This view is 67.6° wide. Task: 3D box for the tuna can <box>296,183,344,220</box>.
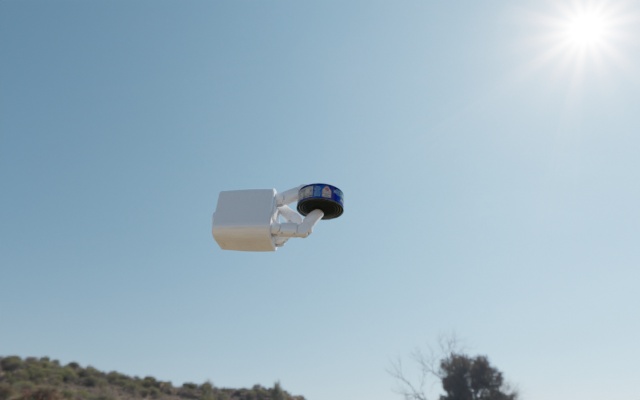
[{"bbox_3d":[0.000,0.002,0.866,0.086,0.033,0.086,3,-27,2],"label":"tuna can"}]
